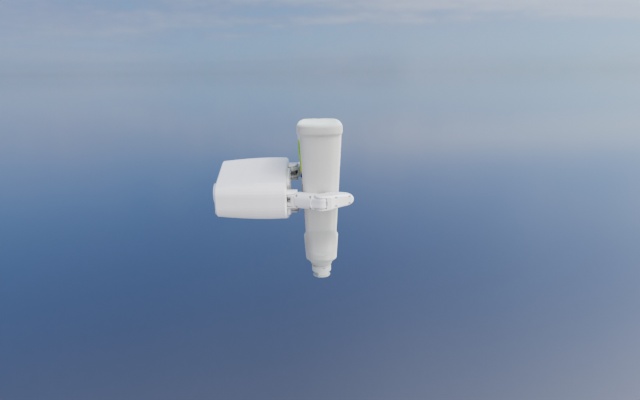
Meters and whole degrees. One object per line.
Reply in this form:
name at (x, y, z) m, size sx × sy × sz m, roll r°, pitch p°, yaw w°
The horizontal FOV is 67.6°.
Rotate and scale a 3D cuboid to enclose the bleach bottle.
bleach bottle at (0.000, 0.002, 0.745) m, size 0.068 × 0.251 × 0.102 m, roll -1°, pitch 15°, yaw 0°
